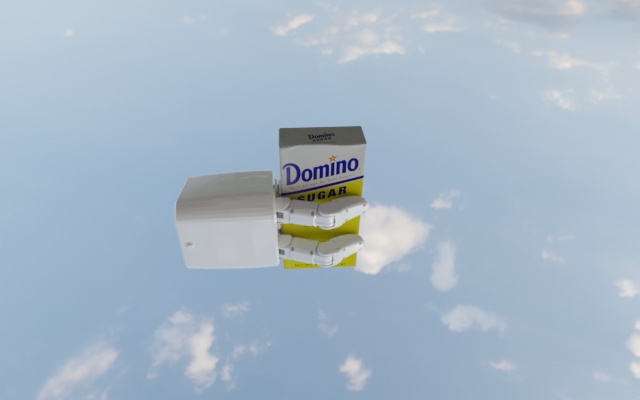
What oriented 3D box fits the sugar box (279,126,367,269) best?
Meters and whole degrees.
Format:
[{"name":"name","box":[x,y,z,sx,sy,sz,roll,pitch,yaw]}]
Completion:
[{"name":"sugar box","box":[0.000,0.002,0.551,0.093,0.176,0.048,-3,39,-4]}]
